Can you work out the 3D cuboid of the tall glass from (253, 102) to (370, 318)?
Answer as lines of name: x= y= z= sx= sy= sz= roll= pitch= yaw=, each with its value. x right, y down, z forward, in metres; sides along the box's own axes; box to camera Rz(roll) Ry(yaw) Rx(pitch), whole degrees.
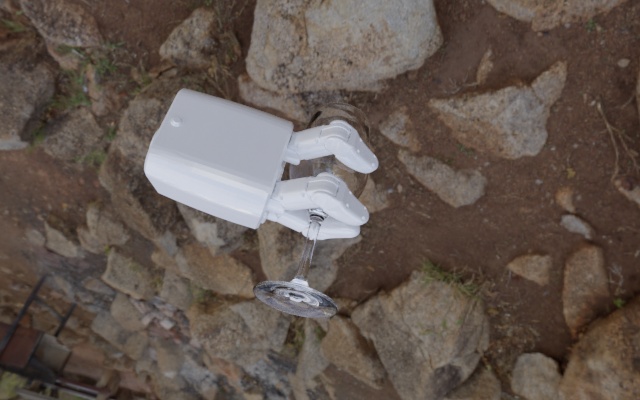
tall glass: x=0.000 y=0.002 z=0.451 sx=0.079 sy=0.201 sz=0.079 roll=11 pitch=-30 yaw=7
